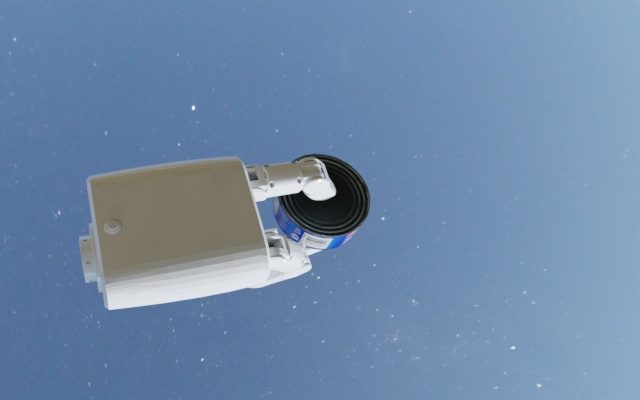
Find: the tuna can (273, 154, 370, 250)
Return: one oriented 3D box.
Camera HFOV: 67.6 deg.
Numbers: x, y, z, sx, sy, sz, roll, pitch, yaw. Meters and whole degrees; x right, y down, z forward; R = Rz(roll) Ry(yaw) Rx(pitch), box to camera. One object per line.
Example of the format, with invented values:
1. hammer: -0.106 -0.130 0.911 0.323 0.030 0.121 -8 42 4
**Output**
1. tuna can: 0.000 0.002 0.440 0.086 0.086 0.034 0 -29 -18
